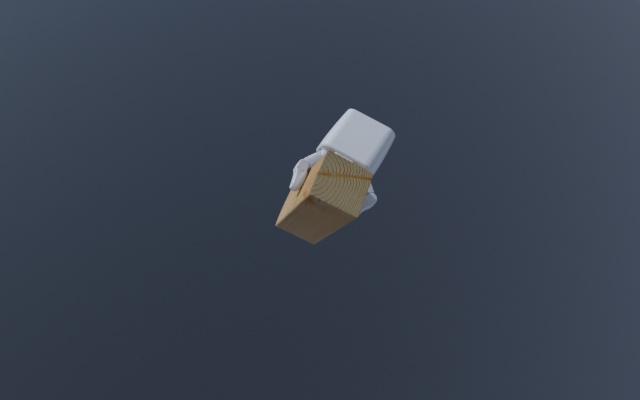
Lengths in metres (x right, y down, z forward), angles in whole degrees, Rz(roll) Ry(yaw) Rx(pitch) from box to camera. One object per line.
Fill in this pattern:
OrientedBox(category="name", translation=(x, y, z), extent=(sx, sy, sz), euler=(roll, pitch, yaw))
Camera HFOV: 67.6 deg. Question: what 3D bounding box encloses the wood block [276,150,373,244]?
OrientedBox(category="wood block", translation=(0.000, 0.002, 0.864), extent=(0.091, 0.090, 0.206), euler=(27, -25, -11))
